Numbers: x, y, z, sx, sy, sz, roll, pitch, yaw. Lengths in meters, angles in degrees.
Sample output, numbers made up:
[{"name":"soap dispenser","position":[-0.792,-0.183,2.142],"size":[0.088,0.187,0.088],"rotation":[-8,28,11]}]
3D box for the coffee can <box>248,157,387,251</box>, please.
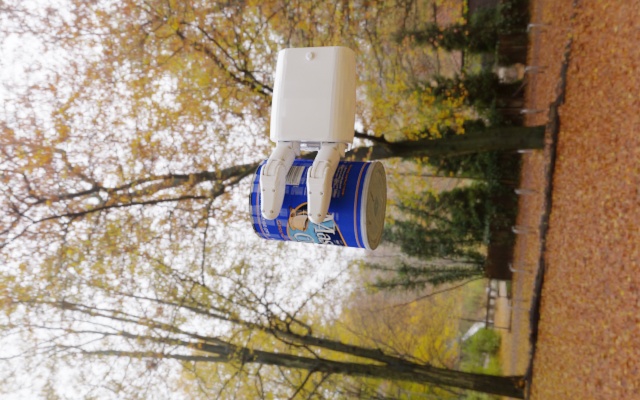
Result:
[{"name":"coffee can","position":[0.000,0.002,0.570],"size":[0.140,0.103,0.103],"rotation":[4,1,19]}]
